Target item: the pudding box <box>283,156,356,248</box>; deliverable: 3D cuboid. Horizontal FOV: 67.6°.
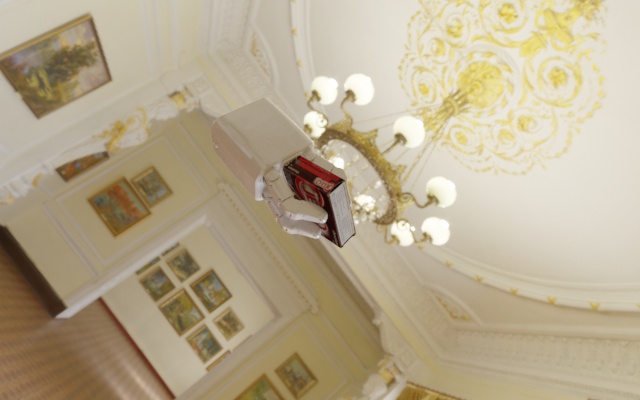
[{"bbox_3d":[0.000,0.002,0.666,0.039,0.114,0.090,-41,50,-21],"label":"pudding box"}]
